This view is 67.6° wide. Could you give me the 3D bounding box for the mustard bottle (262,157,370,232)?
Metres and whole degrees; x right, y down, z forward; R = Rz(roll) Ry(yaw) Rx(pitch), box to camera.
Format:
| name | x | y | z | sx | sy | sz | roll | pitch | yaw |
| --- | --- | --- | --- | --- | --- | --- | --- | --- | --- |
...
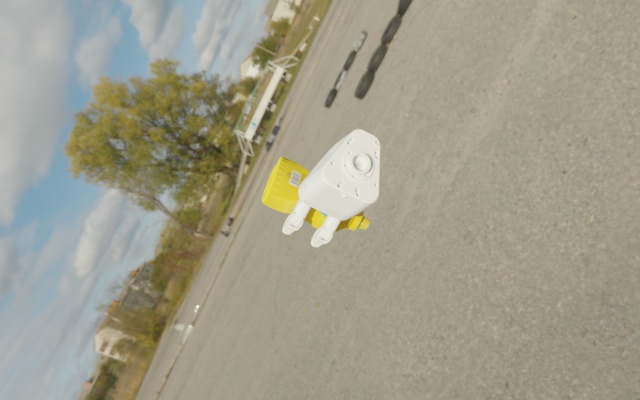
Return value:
| name | x | y | z | sx | sy | sz | roll | pitch | yaw |
| --- | --- | --- | --- | --- | --- | --- | --- | --- | --- |
| mustard bottle | 0.000 | 0.003 | 0.827 | 0.191 | 0.096 | 0.058 | 26 | -44 | -12 |
